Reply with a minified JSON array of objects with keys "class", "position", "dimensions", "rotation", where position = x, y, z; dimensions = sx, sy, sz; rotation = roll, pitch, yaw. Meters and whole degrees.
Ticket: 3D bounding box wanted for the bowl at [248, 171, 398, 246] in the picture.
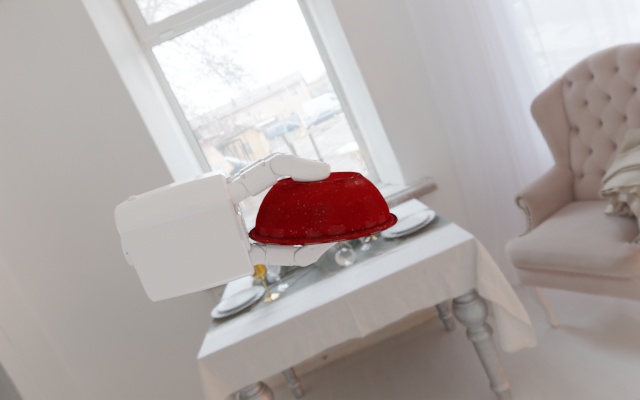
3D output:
[{"class":"bowl","position":[0.001,0.001,0.512],"dimensions":[0.162,0.055,0.162],"rotation":[-6,9,1]}]
